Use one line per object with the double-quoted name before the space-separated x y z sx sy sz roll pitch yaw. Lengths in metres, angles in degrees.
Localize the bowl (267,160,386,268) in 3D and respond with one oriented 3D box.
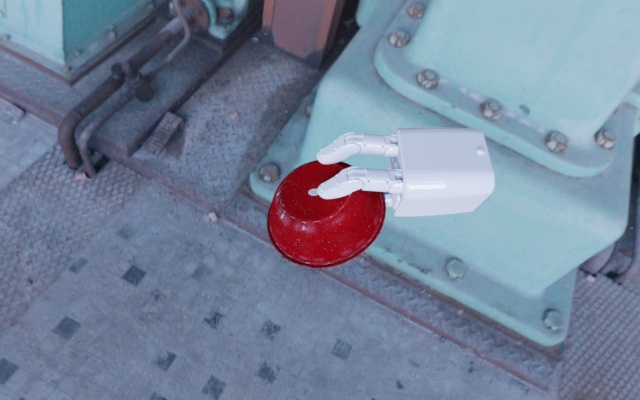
"bowl" -0.001 0.002 0.608 0.162 0.162 0.055 0 -33 17
